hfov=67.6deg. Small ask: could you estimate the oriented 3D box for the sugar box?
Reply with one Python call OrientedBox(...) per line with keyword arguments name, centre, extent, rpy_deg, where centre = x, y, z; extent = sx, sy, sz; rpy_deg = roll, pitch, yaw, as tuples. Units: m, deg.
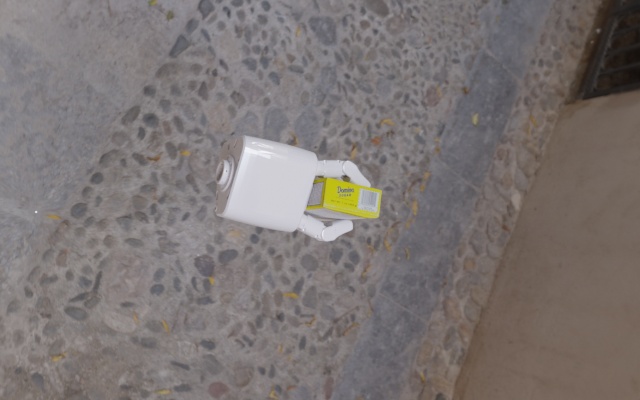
OrientedBox(name="sugar box", centre=(0.000, 0.002, 0.705), extent=(0.093, 0.048, 0.176), rpy_deg=(13, -8, -30))
